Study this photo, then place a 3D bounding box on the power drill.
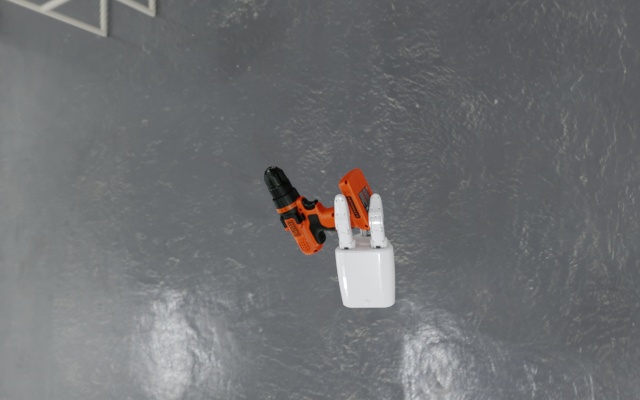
[{"bbox_3d":[0.001,0.003,0.854,0.188,0.184,0.057,-16,21,39],"label":"power drill"}]
